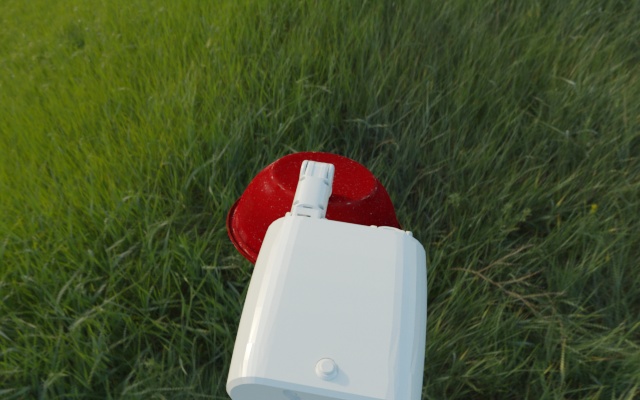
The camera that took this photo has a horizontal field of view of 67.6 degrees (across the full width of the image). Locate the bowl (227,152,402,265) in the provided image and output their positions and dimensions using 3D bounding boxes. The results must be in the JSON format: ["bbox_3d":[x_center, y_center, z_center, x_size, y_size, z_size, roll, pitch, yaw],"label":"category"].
[{"bbox_3d":[0.000,0.000,0.423,0.162,0.055,0.162,6,31,-4],"label":"bowl"}]
